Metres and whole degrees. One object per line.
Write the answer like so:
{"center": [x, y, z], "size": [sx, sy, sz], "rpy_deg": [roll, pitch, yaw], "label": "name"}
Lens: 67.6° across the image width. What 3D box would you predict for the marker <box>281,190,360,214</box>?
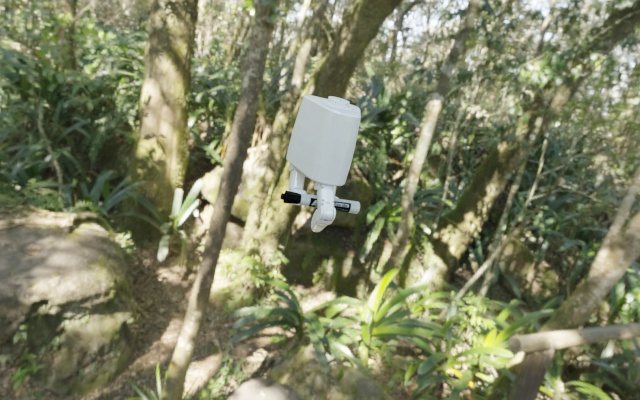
{"center": [0.000, 0.002, 0.706], "size": [0.121, 0.020, 0.020], "rpy_deg": [9, -3, -18], "label": "marker"}
